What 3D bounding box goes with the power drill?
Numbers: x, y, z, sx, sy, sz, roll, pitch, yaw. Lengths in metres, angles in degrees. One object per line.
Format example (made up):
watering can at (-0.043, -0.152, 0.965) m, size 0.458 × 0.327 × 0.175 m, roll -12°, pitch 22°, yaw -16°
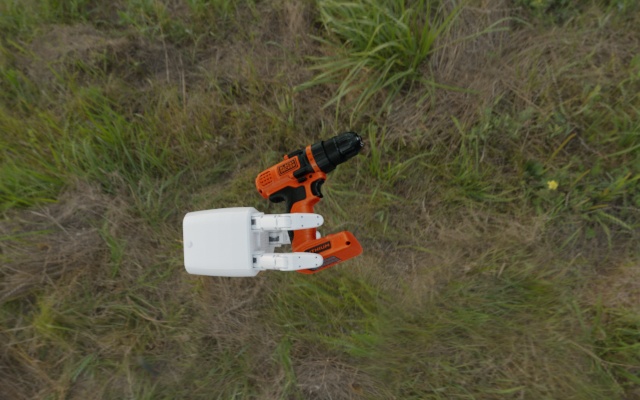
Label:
power drill at (0.000, 0.003, 0.720) m, size 0.184 × 0.187 × 0.057 m, roll -26°, pitch -28°, yaw 18°
